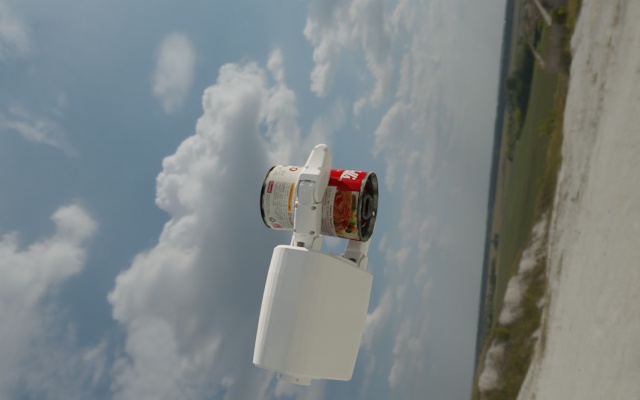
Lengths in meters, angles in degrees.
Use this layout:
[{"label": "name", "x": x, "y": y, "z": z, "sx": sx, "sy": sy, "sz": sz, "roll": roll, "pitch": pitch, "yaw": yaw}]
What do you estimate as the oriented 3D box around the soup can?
[{"label": "soup can", "x": 0.000, "y": 0.001, "z": 0.474, "sx": 0.102, "sy": 0.068, "sz": 0.068, "roll": 6, "pitch": 2, "yaw": 20}]
